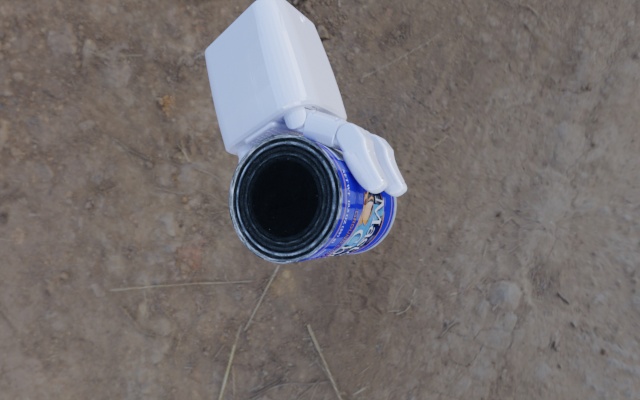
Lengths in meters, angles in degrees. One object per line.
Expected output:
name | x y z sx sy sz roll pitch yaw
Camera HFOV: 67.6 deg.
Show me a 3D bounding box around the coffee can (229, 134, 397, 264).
coffee can | 0.000 0.002 0.436 0.103 0.103 0.140 0 -2 26
